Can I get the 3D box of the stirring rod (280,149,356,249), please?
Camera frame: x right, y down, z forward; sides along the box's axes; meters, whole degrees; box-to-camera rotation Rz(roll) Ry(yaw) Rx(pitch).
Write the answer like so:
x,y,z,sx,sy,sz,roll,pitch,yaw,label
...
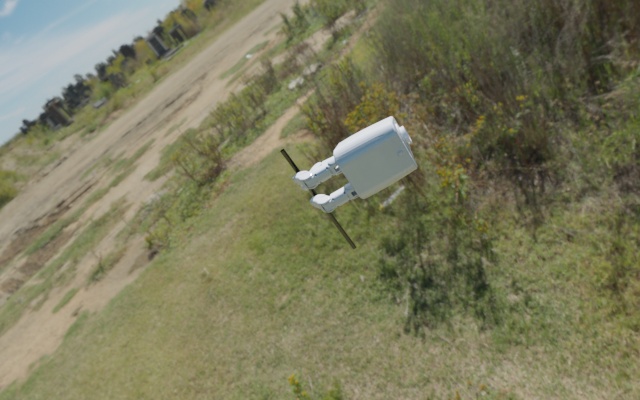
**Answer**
x,y,z,sx,sy,sz,roll,pitch,yaw,label
0.000,0.003,0.853,0.011,0.240,0.011,-28,27,16,stirring rod
